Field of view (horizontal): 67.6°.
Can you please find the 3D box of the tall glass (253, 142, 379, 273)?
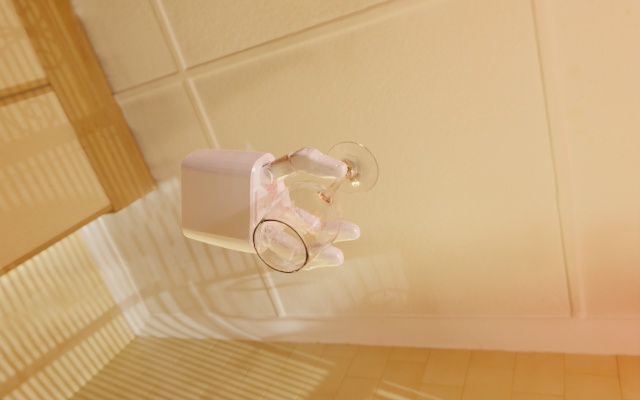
[{"bbox_3d":[0.000,0.001,0.546,0.079,0.079,0.201,0,26,27],"label":"tall glass"}]
